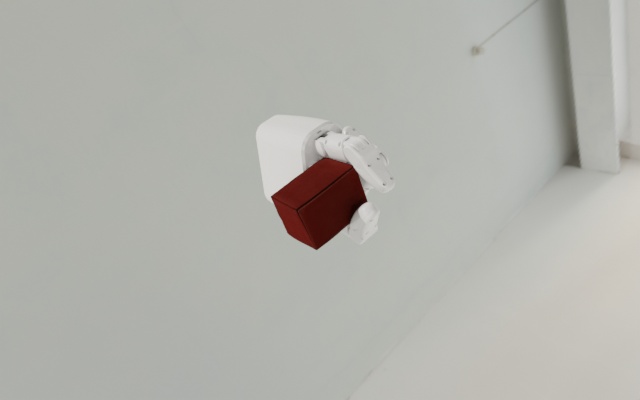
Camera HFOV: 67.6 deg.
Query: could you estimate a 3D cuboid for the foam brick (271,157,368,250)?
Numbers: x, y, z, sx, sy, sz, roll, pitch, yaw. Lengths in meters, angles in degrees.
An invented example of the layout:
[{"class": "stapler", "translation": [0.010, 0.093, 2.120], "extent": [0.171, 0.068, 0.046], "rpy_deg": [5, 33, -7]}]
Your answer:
[{"class": "foam brick", "translation": [0.000, 0.002, 0.480], "extent": [0.078, 0.053, 0.051], "rpy_deg": [-38, 35, -24]}]
